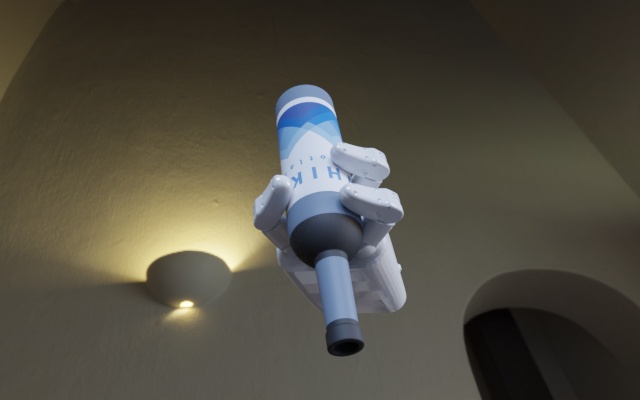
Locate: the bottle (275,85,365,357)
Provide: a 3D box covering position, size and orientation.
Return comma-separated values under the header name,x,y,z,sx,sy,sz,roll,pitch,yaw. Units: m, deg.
name,x,y,z,sx,sy,sz,roll,pitch,yaw
bottle,0.000,0.001,0.445,0.069,0.295,0.069,-5,-43,-5
